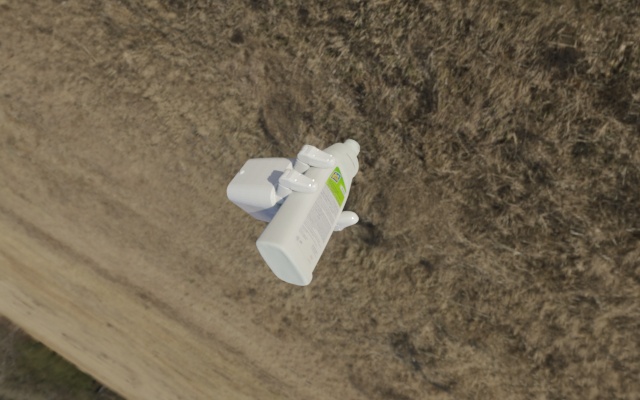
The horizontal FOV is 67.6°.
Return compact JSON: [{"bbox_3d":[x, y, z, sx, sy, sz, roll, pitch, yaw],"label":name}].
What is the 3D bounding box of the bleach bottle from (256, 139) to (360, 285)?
[{"bbox_3d":[0.000,0.002,0.748,0.068,0.250,0.103,6,-41,35],"label":"bleach bottle"}]
